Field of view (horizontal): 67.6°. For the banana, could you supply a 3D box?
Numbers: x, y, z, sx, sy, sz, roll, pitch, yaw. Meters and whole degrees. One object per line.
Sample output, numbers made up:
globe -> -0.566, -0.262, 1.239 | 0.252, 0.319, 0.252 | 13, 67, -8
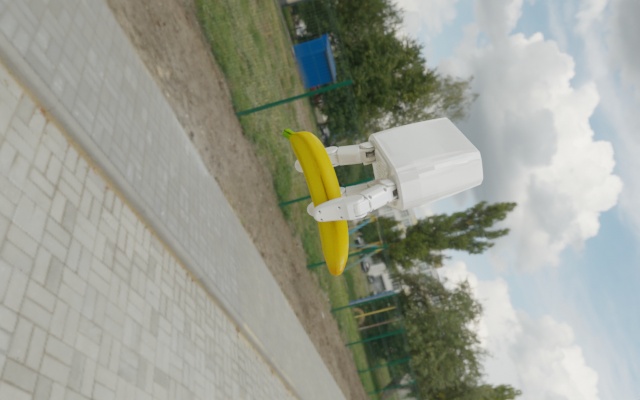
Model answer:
banana -> 0.003, -0.003, 0.584 | 0.037, 0.198, 0.069 | -17, -1, -14
